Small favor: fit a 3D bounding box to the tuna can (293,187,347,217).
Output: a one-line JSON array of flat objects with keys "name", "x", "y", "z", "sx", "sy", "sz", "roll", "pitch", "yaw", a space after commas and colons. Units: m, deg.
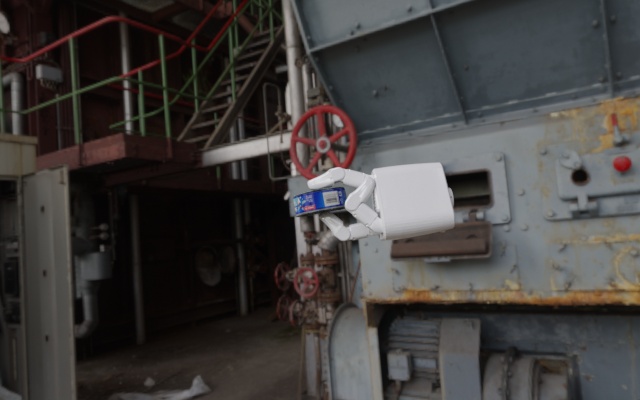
[{"name": "tuna can", "x": 0.000, "y": 0.002, "z": 0.763, "sx": 0.086, "sy": 0.034, "sz": 0.086, "roll": -10, "pitch": -4, "yaw": -1}]
